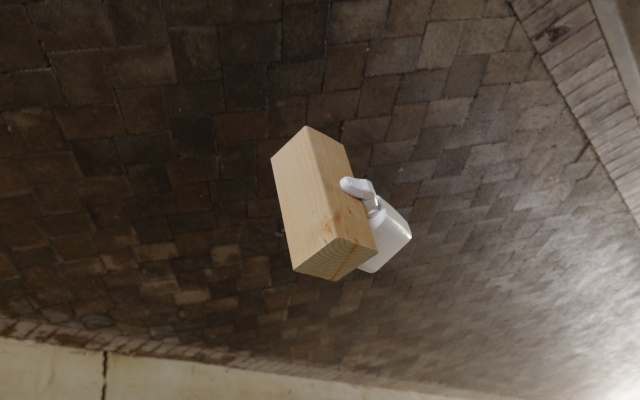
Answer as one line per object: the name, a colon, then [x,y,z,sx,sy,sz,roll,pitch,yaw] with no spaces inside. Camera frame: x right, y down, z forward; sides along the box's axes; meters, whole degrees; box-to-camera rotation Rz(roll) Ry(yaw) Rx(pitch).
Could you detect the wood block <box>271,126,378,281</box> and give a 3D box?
wood block: [0.001,0.002,0.714,0.090,0.206,0.091,22,-50,-41]
